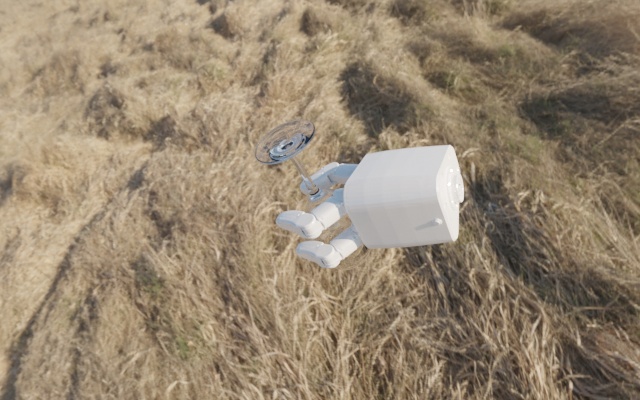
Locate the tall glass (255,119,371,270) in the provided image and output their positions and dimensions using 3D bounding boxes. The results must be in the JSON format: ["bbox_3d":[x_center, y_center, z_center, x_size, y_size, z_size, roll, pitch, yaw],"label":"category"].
[{"bbox_3d":[0.000,0.001,0.587,0.079,0.079,0.201,0,-43,33],"label":"tall glass"}]
